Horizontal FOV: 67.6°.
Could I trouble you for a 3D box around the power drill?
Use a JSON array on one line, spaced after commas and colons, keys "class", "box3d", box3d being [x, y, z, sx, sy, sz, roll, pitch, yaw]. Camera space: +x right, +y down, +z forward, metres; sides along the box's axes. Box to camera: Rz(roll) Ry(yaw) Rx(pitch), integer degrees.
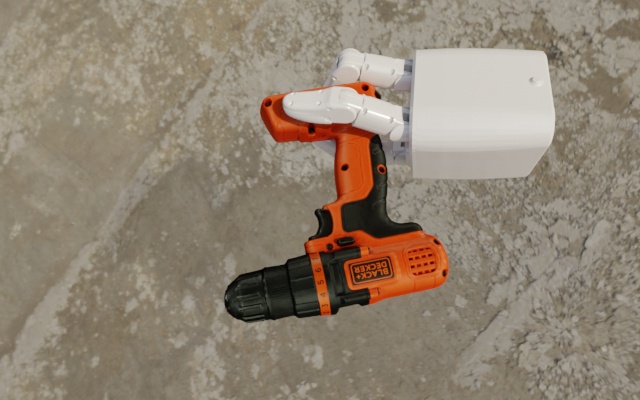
[{"class": "power drill", "box3d": [0.000, 0.001, 0.407, 0.184, 0.187, 0.057, -10, -12, -6]}]
